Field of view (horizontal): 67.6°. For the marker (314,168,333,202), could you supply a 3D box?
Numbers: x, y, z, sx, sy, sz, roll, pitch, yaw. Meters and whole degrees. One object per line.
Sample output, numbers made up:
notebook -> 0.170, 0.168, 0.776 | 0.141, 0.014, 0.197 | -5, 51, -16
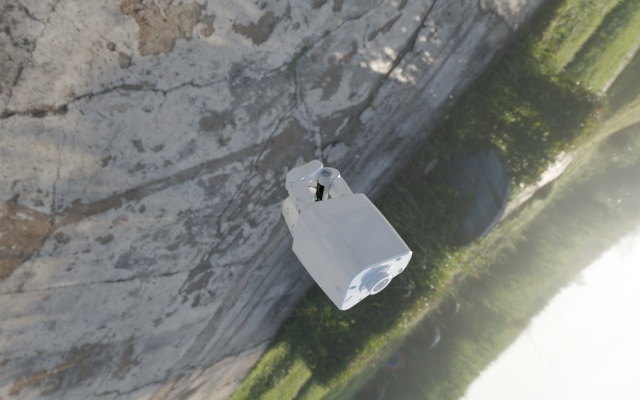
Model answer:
marker -> 0.000, 0.002, 0.675 | 0.020, 0.020, 0.121 | 0, -39, -9
